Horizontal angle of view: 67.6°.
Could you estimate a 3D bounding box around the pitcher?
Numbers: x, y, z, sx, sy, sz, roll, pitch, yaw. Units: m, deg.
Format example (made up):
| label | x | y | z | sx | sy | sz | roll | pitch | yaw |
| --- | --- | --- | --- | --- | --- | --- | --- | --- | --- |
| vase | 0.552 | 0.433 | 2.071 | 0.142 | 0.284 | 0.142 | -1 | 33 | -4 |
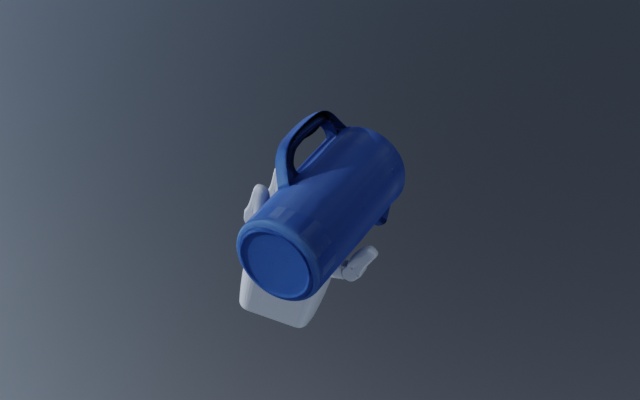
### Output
| label | x | y | z | sx | sy | sz | roll | pitch | yaw |
| --- | --- | --- | --- | --- | --- | --- | --- | --- | --- |
| pitcher | 0.000 | 0.002 | 0.596 | 0.149 | 0.145 | 0.242 | 28 | 40 | 13 |
